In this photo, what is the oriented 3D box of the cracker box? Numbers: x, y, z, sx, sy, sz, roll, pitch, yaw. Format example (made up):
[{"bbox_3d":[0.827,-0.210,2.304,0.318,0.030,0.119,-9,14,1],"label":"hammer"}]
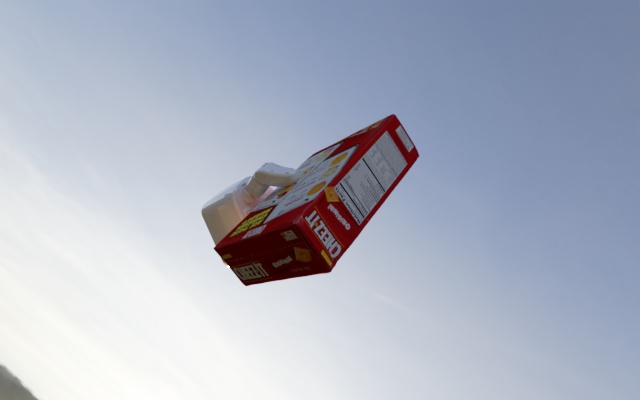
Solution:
[{"bbox_3d":[0.000,0.002,0.564,0.164,0.072,0.213,-20,22,49],"label":"cracker box"}]
